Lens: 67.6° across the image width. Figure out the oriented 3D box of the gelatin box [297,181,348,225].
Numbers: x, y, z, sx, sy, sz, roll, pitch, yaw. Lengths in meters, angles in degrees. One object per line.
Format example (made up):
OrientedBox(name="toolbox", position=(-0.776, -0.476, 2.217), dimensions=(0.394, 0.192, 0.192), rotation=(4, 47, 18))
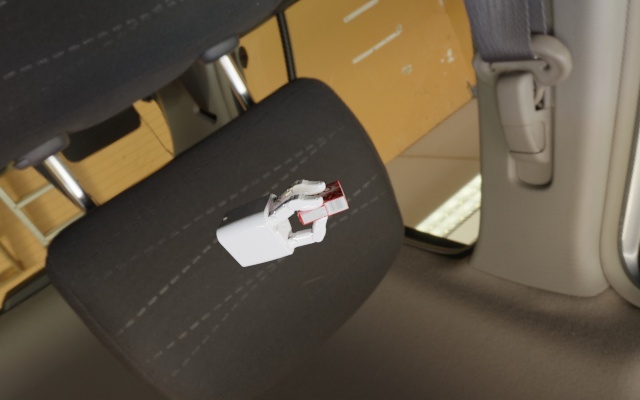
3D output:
OrientedBox(name="gelatin box", position=(0.001, 0.003, 0.868), dimensions=(0.089, 0.030, 0.073), rotation=(-20, 25, 2))
